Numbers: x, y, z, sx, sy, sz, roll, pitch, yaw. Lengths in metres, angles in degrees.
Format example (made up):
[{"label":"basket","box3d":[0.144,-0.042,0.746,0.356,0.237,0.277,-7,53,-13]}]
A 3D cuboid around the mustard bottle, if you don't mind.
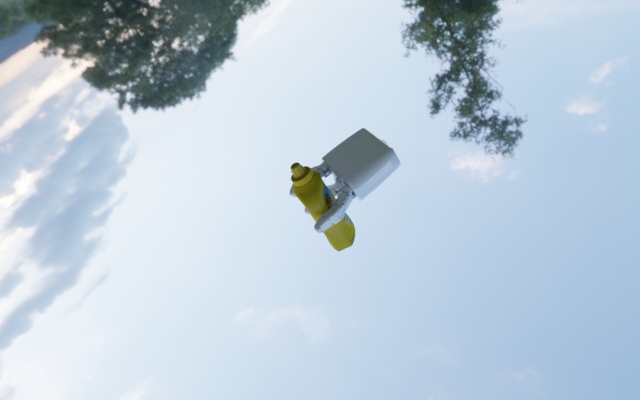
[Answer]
[{"label":"mustard bottle","box3d":[0.000,0.003,0.890,0.058,0.192,0.096,-25,35,14]}]
